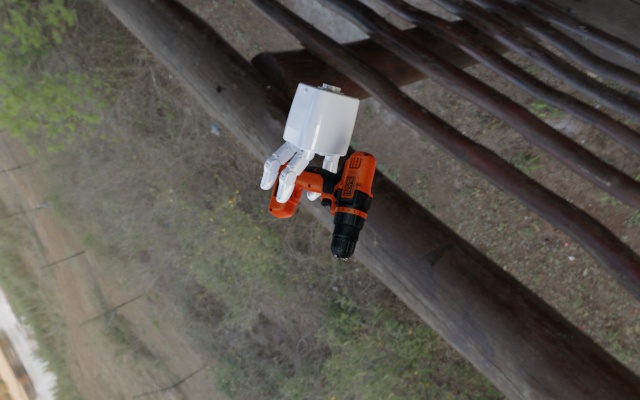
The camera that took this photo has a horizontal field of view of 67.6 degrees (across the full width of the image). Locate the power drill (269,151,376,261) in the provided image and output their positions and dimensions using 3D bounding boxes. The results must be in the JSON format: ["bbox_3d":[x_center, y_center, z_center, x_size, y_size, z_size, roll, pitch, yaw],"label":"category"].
[{"bbox_3d":[0.000,0.002,0.832,0.187,0.184,0.057,7,-14,35],"label":"power drill"}]
